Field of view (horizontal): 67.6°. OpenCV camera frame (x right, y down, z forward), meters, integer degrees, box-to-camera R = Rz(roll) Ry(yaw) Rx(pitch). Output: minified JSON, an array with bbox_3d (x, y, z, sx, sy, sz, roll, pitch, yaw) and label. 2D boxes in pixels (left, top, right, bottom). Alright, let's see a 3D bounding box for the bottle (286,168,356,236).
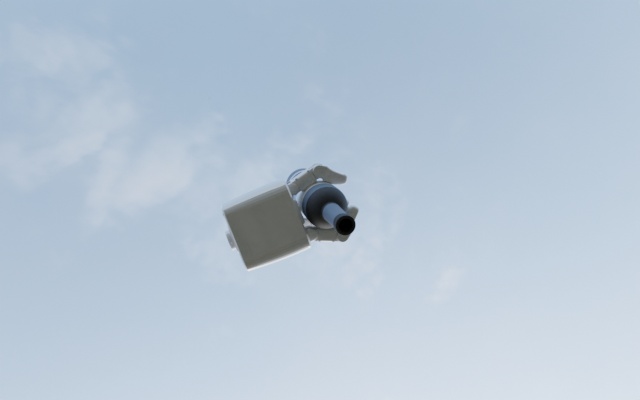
[{"bbox_3d":[0.000,0.002,0.754,0.069,0.069,0.295,0,12,-13],"label":"bottle"}]
